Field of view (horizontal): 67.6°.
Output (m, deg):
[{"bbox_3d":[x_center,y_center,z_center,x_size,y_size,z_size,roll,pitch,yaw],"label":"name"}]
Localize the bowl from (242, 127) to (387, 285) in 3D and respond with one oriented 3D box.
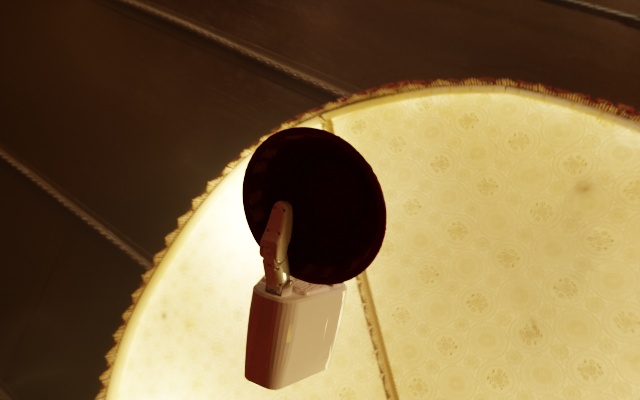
[{"bbox_3d":[0.001,0.000,0.488,0.162,0.162,0.055,0,16,29],"label":"bowl"}]
